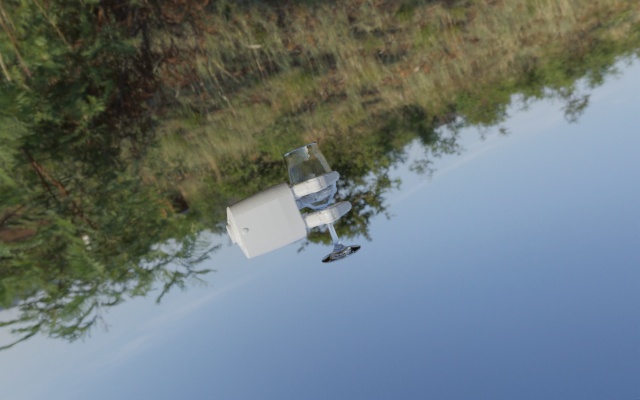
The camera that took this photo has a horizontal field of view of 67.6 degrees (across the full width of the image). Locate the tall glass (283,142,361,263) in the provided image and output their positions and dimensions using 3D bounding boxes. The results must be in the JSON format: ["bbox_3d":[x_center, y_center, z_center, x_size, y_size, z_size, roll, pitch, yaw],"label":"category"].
[{"bbox_3d":[0.000,0.003,0.830,0.079,0.201,0.079,-21,6,2],"label":"tall glass"}]
